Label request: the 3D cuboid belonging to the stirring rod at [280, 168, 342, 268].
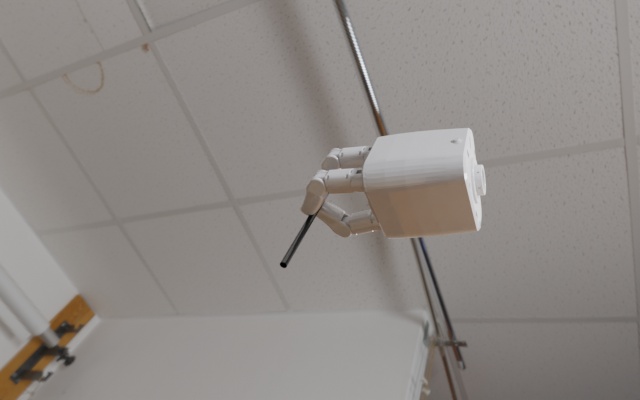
[{"bbox_3d":[0.000,0.002,0.583,0.011,0.011,0.239,0,32,22],"label":"stirring rod"}]
